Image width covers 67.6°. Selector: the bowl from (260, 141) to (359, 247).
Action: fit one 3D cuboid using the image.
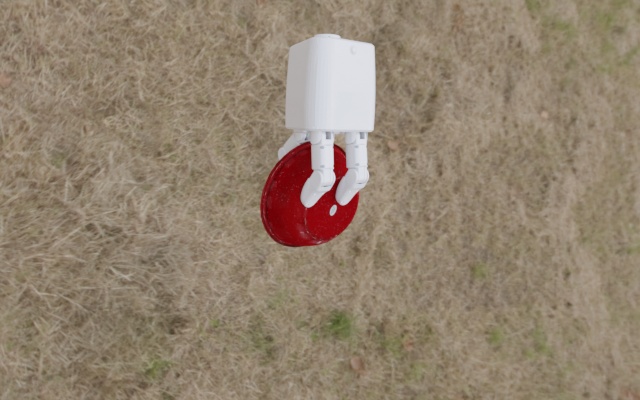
[{"bbox_3d":[0.000,0.003,0.655,0.162,0.162,0.055,0,22,-40],"label":"bowl"}]
